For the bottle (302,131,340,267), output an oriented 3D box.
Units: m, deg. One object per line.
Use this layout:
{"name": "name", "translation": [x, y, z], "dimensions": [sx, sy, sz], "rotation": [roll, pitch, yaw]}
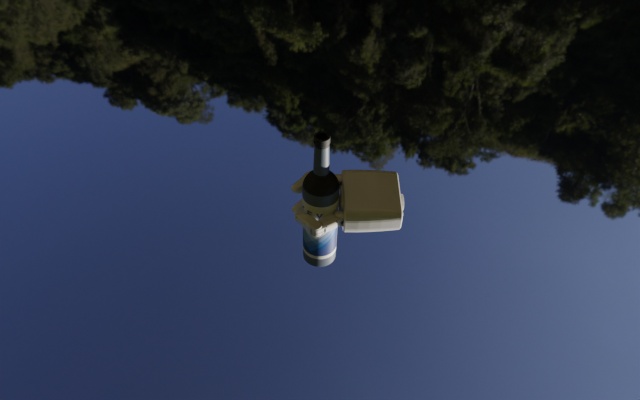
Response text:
{"name": "bottle", "translation": [0.000, 0.003, 0.871], "dimensions": [0.069, 0.296, 0.069], "rotation": [1, 43, -1]}
